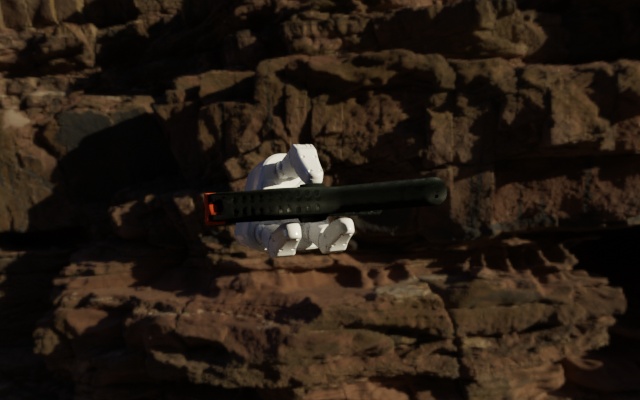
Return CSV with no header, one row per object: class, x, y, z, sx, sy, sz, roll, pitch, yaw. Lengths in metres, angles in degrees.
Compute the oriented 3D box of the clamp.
clamp,-0.001,0.001,0.451,0.210,0.036,0.164,-2,-5,-21
